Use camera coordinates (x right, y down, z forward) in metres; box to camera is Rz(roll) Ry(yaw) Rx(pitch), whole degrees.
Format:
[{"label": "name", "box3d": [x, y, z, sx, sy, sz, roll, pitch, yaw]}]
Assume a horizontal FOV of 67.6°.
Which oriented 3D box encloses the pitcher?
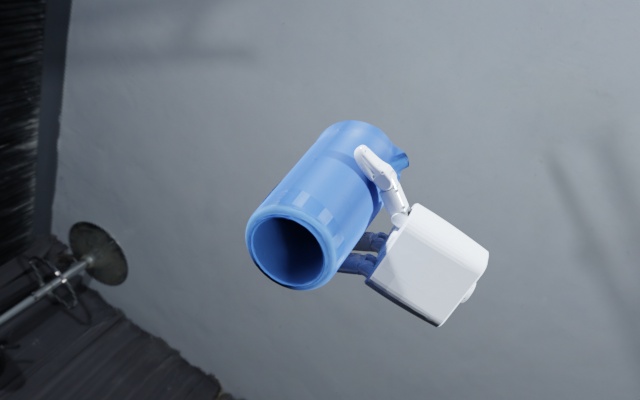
[{"label": "pitcher", "box3d": [0.000, 0.002, 0.600, 0.145, 0.149, 0.242, 34, 36, 4]}]
